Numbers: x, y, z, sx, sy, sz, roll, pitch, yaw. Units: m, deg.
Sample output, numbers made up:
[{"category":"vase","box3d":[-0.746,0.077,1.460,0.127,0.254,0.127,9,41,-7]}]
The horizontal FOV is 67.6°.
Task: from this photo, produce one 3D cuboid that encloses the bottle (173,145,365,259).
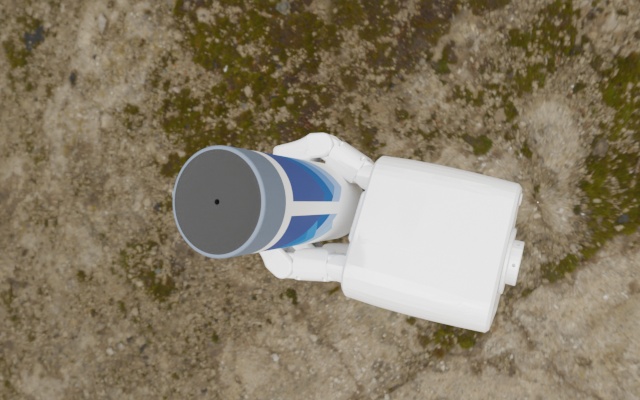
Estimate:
[{"category":"bottle","box3d":[0.000,0.001,0.412,0.069,0.069,0.296,0,0,24]}]
